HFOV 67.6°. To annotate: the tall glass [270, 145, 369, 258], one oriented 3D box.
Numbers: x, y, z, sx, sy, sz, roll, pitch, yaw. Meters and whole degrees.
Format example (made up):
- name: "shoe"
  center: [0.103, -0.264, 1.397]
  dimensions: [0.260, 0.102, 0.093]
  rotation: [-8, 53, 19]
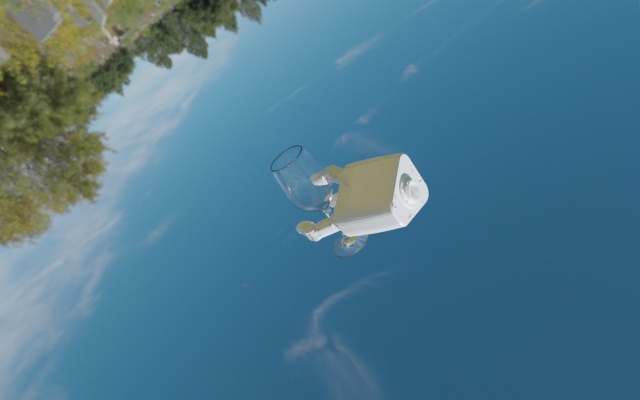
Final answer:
- name: "tall glass"
  center: [0.000, 0.003, 0.797]
  dimensions: [0.079, 0.079, 0.201]
  rotation: [0, -44, 51]
